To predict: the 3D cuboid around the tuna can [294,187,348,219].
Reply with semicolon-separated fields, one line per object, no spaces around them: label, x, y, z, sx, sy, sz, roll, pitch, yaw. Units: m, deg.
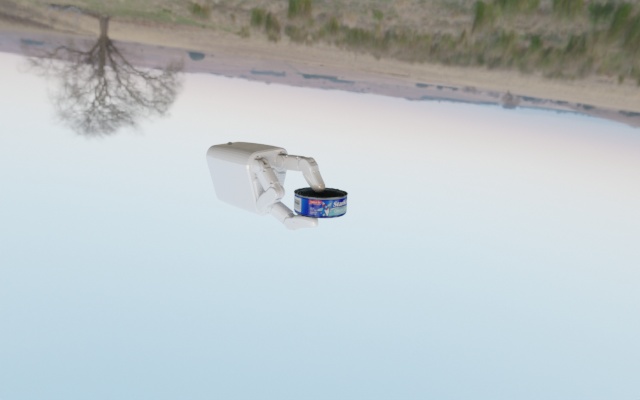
tuna can;0.000;0.003;0.757;0.086;0.034;0.086;2;13;0
